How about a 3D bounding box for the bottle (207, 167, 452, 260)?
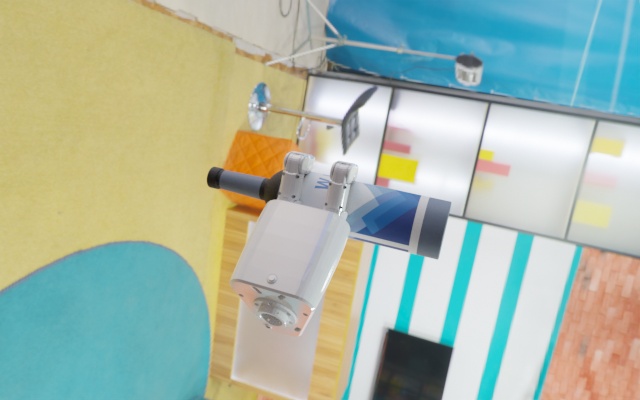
[{"bbox_3d":[0.000,0.002,0.569,0.295,0.069,0.069,13,3,15],"label":"bottle"}]
